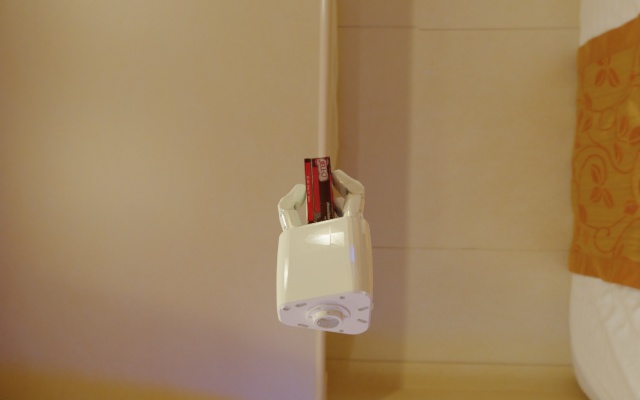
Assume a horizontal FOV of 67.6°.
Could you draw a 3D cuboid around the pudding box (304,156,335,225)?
[{"bbox_3d":[0.000,0.002,0.643,0.039,0.090,0.113,-2,-16,0],"label":"pudding box"}]
